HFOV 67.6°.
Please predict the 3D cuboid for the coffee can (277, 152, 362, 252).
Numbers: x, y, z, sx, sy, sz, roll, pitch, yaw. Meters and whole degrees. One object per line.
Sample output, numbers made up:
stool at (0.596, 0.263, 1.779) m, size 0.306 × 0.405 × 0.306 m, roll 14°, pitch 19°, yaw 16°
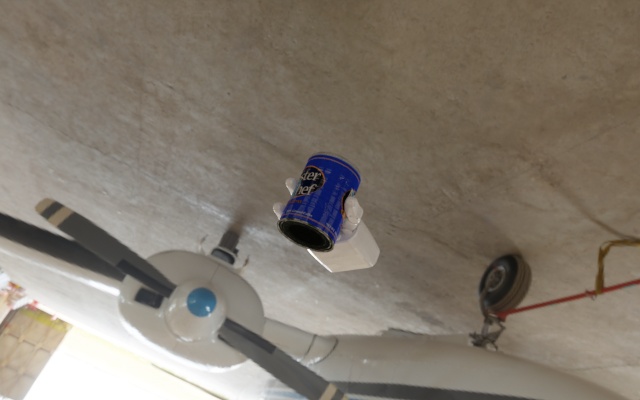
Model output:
coffee can at (0.000, 0.002, 0.815) m, size 0.103 × 0.140 × 0.103 m, roll 19°, pitch -27°, yaw 10°
